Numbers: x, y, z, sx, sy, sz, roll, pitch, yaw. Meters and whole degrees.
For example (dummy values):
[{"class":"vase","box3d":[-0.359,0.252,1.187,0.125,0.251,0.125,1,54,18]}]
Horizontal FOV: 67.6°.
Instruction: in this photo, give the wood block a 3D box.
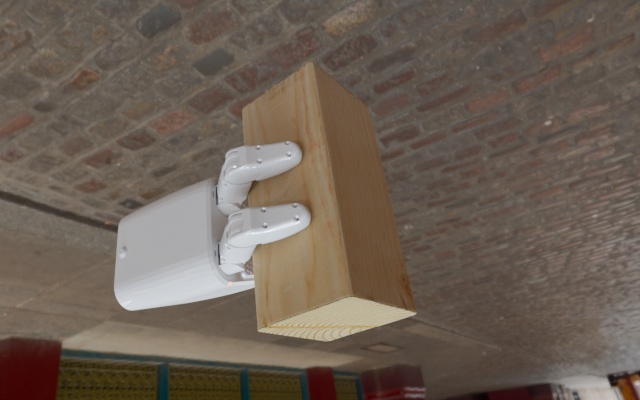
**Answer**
[{"class":"wood block","box3d":[0.000,0.002,0.404,0.090,0.206,0.091,-27,-33,30]}]
